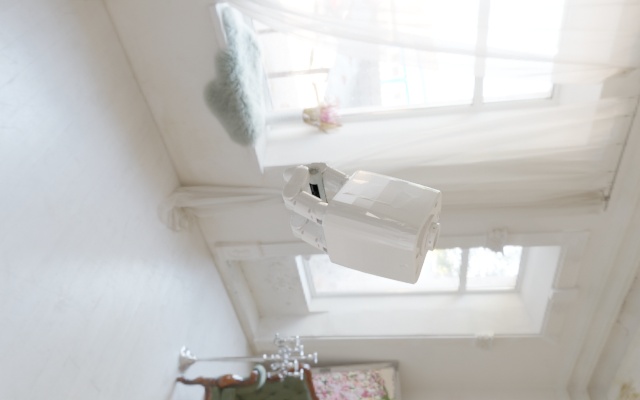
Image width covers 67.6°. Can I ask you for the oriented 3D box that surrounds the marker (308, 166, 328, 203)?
[{"bbox_3d":[0.000,0.002,0.638,0.020,0.020,0.121,0,-40,11],"label":"marker"}]
